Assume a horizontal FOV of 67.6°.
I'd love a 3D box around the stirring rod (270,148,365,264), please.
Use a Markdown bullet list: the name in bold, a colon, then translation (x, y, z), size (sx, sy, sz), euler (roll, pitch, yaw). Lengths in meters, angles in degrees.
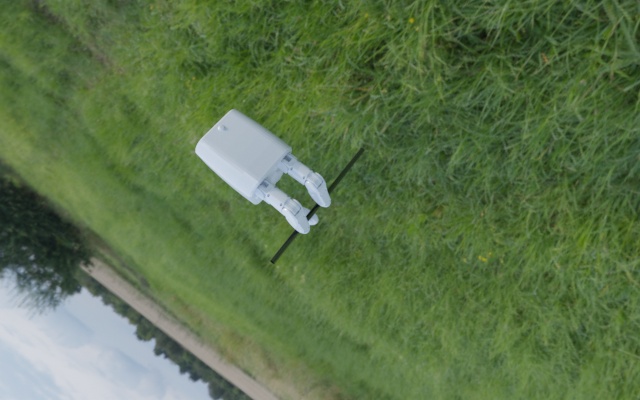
- **stirring rod**: translation (0.000, 0.002, 0.727), size (0.011, 0.239, 0.011), euler (31, -26, 17)
